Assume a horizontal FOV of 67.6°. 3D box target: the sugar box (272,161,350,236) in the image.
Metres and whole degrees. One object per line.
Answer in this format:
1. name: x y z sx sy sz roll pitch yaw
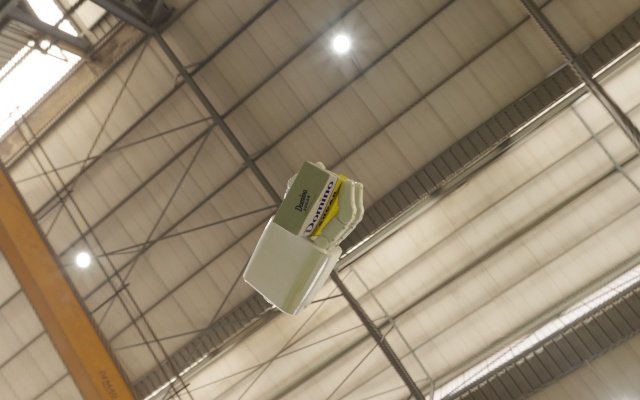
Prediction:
1. sugar box: 0.001 0.003 0.685 0.048 0.093 0.176 30 6 14
